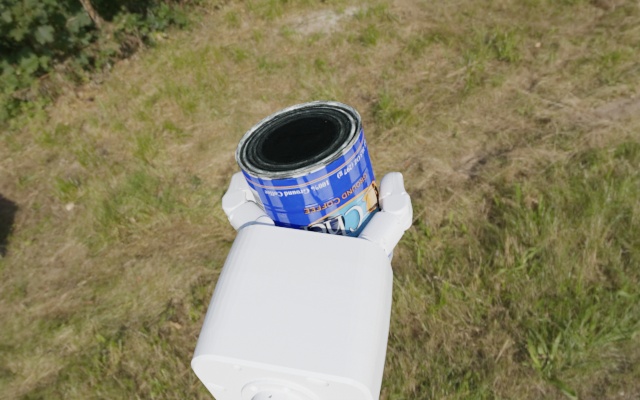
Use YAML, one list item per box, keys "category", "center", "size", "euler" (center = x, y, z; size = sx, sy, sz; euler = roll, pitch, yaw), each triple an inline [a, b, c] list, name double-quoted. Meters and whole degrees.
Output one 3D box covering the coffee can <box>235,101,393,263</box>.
- category: "coffee can"
  center: [0.000, 0.001, 0.413]
  size: [0.103, 0.140, 0.102]
  euler: [-12, 38, 10]
